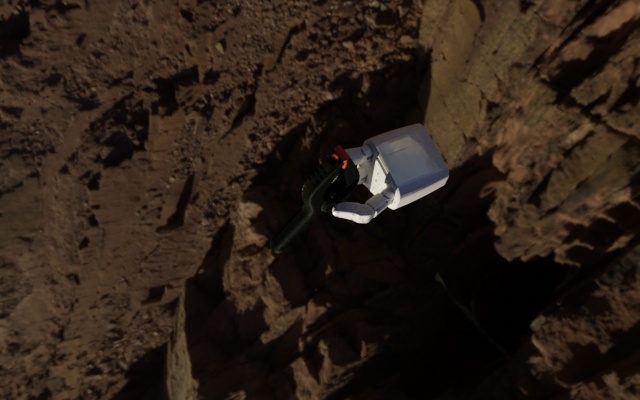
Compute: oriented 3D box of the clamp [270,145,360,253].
[{"bbox_3d":[0.001,0.003,0.724,0.164,0.036,0.210,-24,-28,-22],"label":"clamp"}]
